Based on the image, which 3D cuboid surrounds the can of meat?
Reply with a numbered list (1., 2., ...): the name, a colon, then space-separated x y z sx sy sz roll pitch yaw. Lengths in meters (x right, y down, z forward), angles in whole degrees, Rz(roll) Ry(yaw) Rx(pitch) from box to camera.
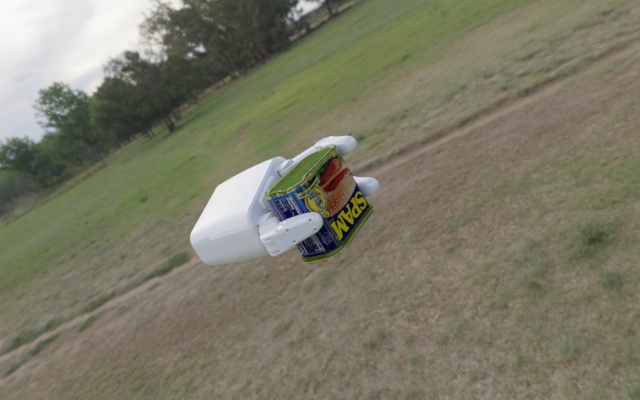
1. can of meat: 0.000 0.001 0.493 0.057 0.084 0.102 -16 22 40
